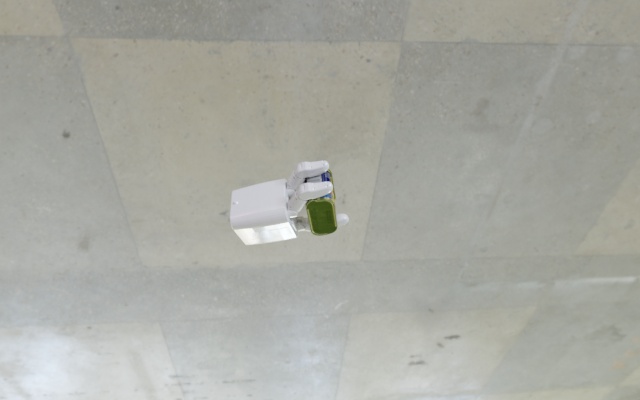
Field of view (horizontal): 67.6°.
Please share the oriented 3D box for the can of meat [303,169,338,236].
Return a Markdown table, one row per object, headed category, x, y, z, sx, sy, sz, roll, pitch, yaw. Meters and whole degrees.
| category | x | y | z | sx | sy | sz | roll | pitch | yaw |
| --- | --- | --- | --- | --- | --- | --- | --- | --- | --- |
| can of meat | 0.000 | 0.003 | 0.887 | 0.057 | 0.083 | 0.102 | -8 | -44 | 3 |
